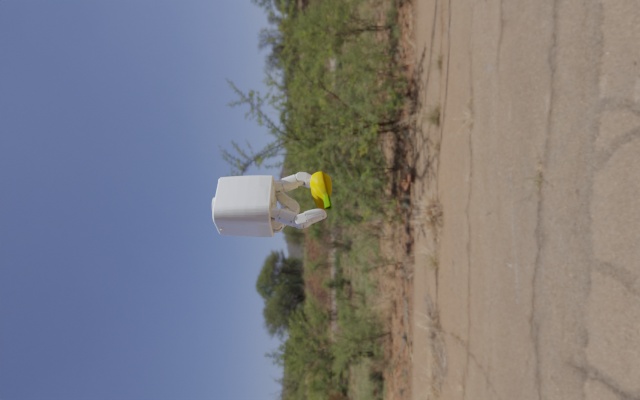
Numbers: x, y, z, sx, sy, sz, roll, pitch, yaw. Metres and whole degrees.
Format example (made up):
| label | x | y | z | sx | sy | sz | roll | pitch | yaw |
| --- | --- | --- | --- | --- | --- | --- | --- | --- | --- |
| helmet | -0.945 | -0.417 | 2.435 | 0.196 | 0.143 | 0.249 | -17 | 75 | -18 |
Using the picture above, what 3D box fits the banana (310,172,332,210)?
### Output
| label | x | y | z | sx | sy | sz | roll | pitch | yaw |
| --- | --- | --- | --- | --- | --- | --- | --- | --- | --- |
| banana | 0.000 | -0.016 | 0.869 | 0.037 | 0.069 | 0.198 | 0 | -2 | 0 |
